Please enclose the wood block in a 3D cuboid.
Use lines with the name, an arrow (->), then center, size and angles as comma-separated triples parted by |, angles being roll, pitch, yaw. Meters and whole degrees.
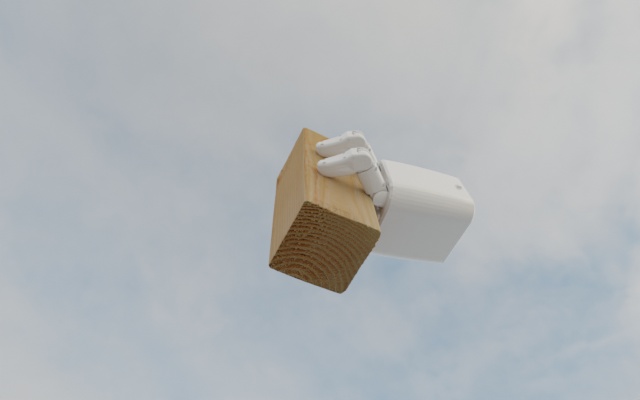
wood block -> 0.000, 0.002, 0.575 | 0.090, 0.091, 0.206 | 23, 25, -14
